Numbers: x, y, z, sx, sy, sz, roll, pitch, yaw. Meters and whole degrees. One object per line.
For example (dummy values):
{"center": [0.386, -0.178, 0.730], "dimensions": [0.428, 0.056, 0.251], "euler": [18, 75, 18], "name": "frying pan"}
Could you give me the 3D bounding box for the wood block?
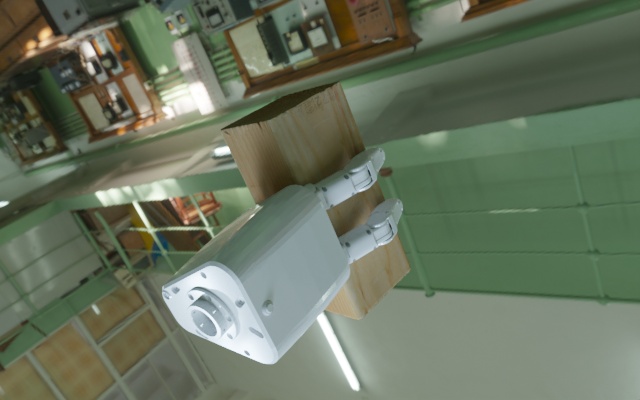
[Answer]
{"center": [0.000, 0.002, 0.472], "dimensions": [0.090, 0.206, 0.091], "euler": [-37, 24, -33], "name": "wood block"}
